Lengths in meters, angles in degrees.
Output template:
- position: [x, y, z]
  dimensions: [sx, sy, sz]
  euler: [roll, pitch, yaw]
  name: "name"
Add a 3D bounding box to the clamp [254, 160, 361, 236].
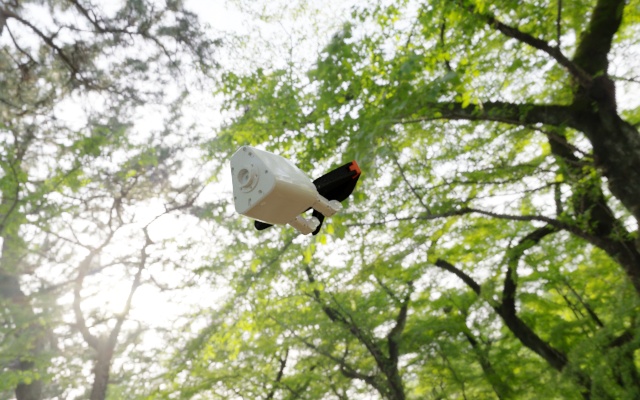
- position: [0.000, 0.002, 0.882]
  dimensions: [0.210, 0.036, 0.164]
  euler: [-37, -29, 23]
  name: "clamp"
